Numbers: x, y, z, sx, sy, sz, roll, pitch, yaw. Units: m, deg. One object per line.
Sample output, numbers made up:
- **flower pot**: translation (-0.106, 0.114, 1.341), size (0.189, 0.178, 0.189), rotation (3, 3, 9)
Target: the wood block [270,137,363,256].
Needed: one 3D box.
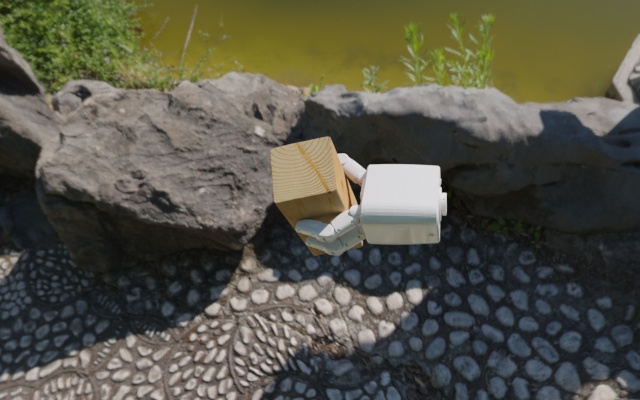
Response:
- **wood block**: translation (0.000, 0.002, 0.737), size (0.090, 0.090, 0.206), rotation (-12, -29, 10)
